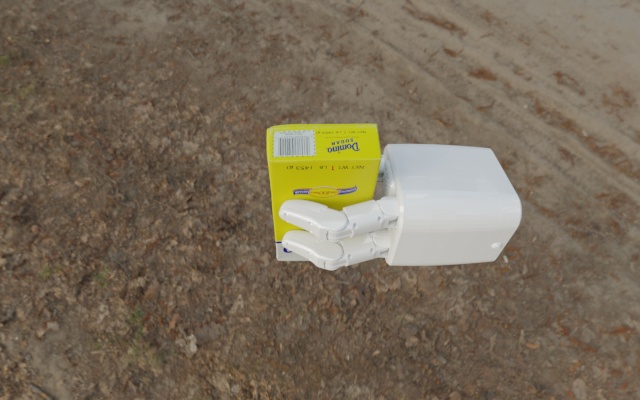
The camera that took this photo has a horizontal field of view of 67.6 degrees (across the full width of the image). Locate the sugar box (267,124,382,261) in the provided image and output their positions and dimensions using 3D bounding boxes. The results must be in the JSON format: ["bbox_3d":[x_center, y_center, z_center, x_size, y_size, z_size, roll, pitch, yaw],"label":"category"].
[{"bbox_3d":[0.000,0.002,0.457,0.093,0.048,0.176,-1,-36,-2],"label":"sugar box"}]
